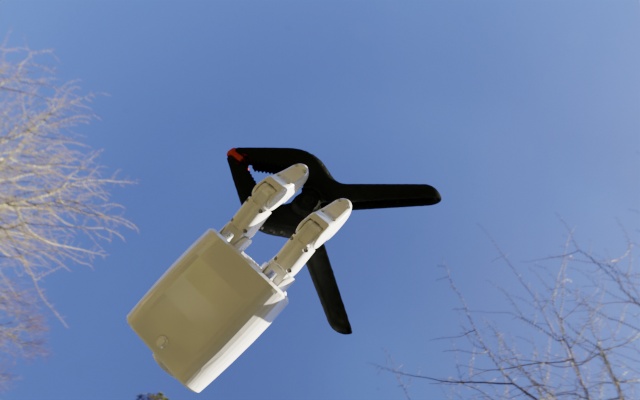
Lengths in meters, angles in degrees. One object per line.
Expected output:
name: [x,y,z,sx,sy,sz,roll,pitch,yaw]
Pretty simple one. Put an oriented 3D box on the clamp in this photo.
clamp: [0.000,0.002,0.468,0.210,0.164,0.036,39,-17,19]
